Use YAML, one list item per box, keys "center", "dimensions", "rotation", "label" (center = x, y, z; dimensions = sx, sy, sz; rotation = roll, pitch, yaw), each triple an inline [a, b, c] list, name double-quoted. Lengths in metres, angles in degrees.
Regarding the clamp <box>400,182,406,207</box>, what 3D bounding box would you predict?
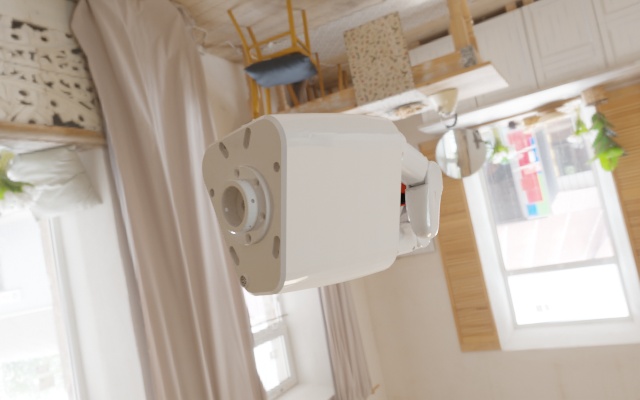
- center: [0.000, 0.002, 0.433]
  dimensions: [0.120, 0.039, 0.171]
  rotation: [-6, -7, -44]
  label: "clamp"
